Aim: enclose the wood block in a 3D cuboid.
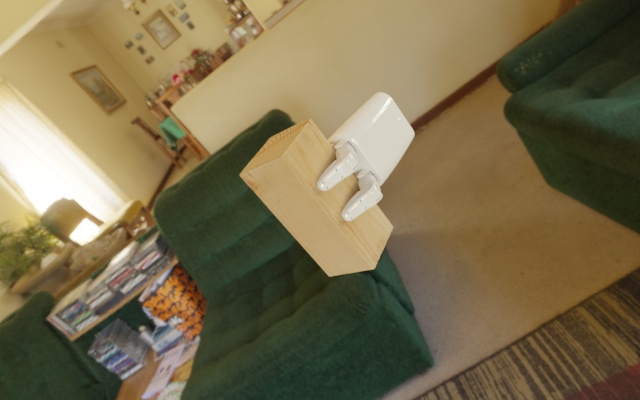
[{"bbox_3d":[0.000,0.002,0.670,0.091,0.206,0.090,-18,30,43],"label":"wood block"}]
